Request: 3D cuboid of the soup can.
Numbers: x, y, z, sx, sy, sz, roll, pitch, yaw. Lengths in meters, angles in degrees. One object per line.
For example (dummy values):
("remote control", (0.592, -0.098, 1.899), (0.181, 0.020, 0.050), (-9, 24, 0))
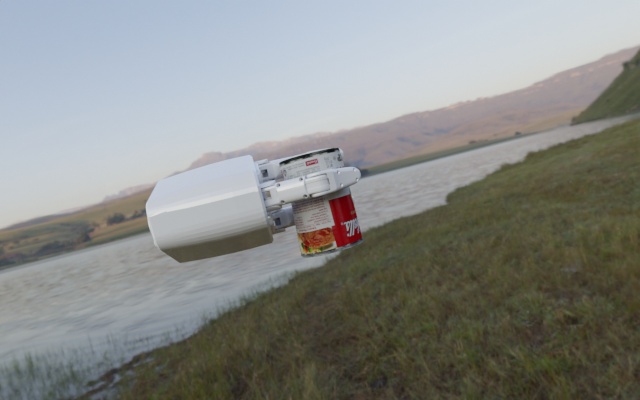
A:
("soup can", (0.000, 0.001, 0.504), (0.068, 0.102, 0.068), (-14, 2, 0))
